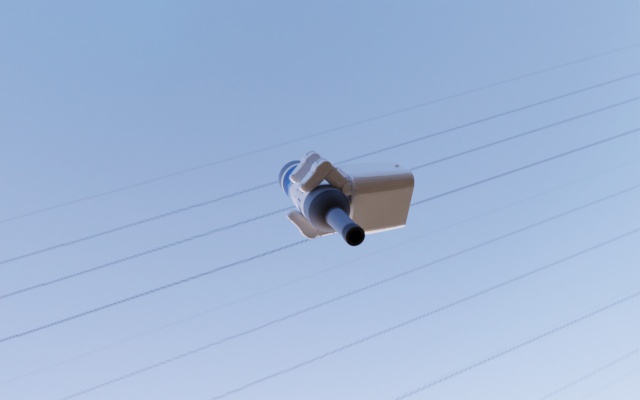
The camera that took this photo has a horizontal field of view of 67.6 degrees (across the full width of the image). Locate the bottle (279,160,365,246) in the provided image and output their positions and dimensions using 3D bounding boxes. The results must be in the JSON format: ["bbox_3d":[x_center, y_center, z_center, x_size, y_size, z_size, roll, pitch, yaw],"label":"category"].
[{"bbox_3d":[0.000,0.002,0.741,0.069,0.069,0.295,0,17,-19],"label":"bottle"}]
